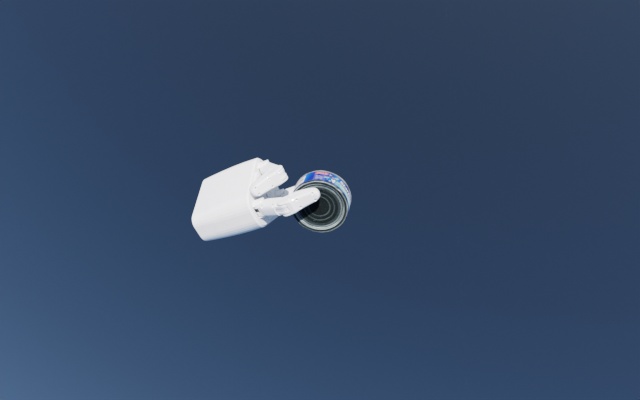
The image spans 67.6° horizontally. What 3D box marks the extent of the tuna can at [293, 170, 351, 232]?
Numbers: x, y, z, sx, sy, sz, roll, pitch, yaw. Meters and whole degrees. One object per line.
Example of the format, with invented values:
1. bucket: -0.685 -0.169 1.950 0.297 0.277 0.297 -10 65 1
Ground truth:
1. tuna can: 0.000 0.002 0.685 0.086 0.086 0.033 0 28 10
